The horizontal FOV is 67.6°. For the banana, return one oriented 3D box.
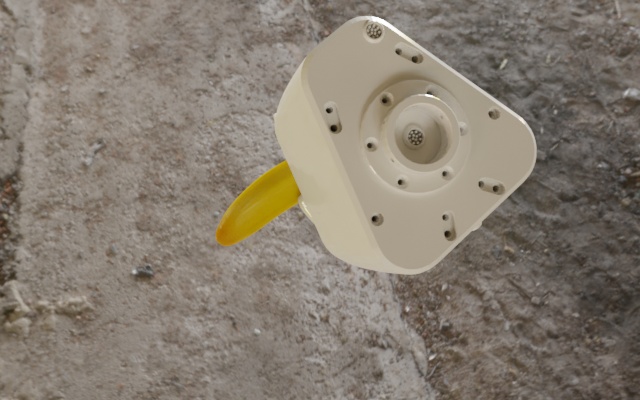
[{"bbox_3d":[0.000,-0.015,0.410,0.198,0.070,0.037,-17,32,-11],"label":"banana"}]
